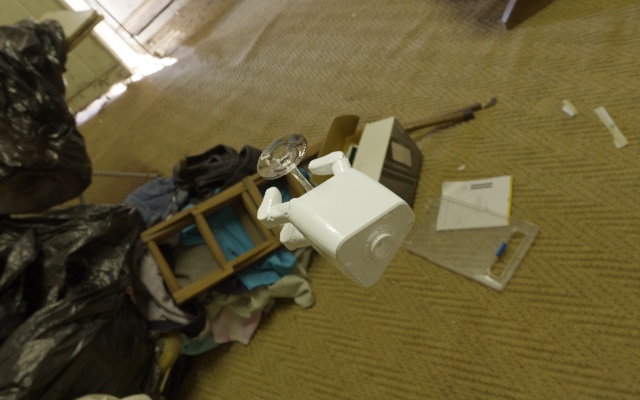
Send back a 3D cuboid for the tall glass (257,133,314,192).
[{"bbox_3d":[0.000,0.002,0.662,0.079,0.079,0.201,0,-36,37],"label":"tall glass"}]
